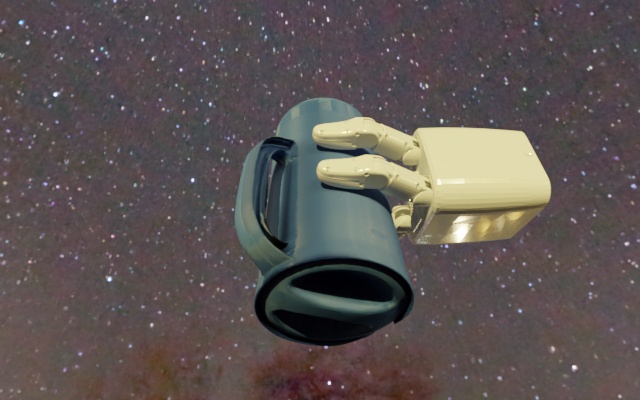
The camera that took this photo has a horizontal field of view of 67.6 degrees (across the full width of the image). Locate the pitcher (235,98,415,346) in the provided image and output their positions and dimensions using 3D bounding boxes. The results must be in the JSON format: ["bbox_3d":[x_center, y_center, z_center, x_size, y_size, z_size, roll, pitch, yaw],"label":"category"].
[{"bbox_3d":[0.000,0.002,0.468,0.145,0.242,0.149,0,-45,-4],"label":"pitcher"}]
